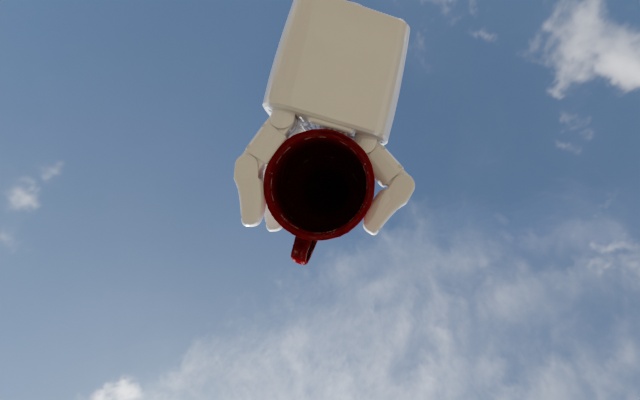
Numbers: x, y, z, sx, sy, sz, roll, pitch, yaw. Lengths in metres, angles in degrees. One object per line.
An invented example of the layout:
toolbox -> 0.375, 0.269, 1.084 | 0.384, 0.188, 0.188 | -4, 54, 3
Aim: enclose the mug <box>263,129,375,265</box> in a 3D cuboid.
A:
mug -> 0.000, 0.003, 0.431 | 0.093, 0.117, 0.081 | 15, -3, 8
